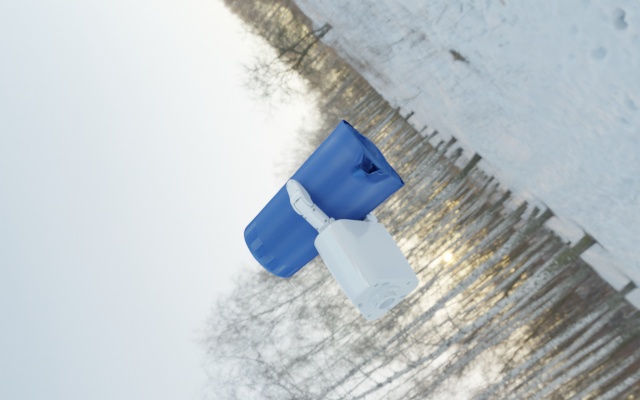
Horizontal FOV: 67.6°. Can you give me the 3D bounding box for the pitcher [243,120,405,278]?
[{"bbox_3d":[0.000,0.003,0.741,0.243,0.145,0.149,-43,-37,14],"label":"pitcher"}]
